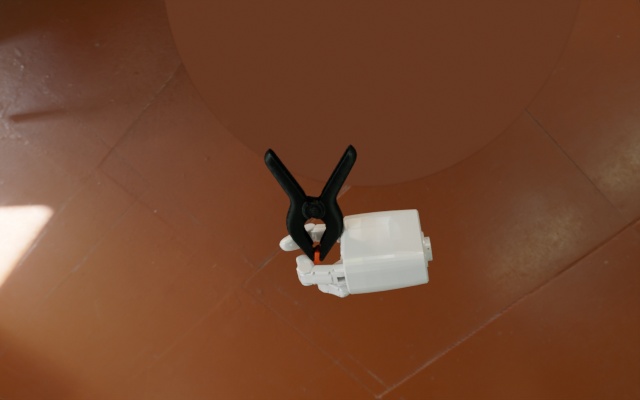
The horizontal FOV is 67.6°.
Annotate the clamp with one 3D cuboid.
[{"bbox_3d":[0.000,0.003,0.647,0.120,0.171,0.039,-8,22,12],"label":"clamp"}]
